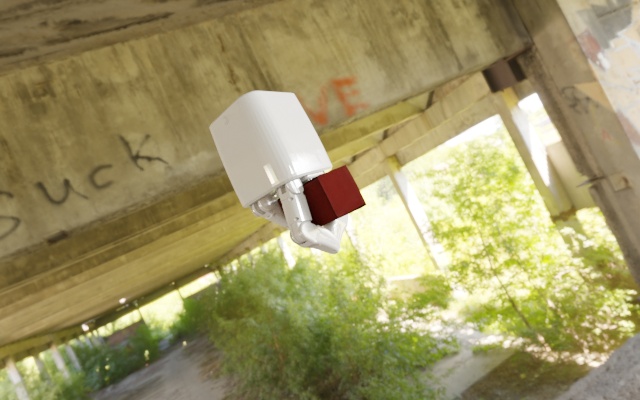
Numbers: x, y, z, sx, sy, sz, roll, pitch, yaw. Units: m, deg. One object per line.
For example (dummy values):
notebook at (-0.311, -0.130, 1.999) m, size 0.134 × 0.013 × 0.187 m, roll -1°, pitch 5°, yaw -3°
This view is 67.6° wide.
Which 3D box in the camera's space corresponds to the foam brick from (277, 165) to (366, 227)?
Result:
foam brick at (0.000, 0.002, 0.538) m, size 0.053 × 0.051 × 0.078 m, roll -23°, pitch -3°, yaw -45°
